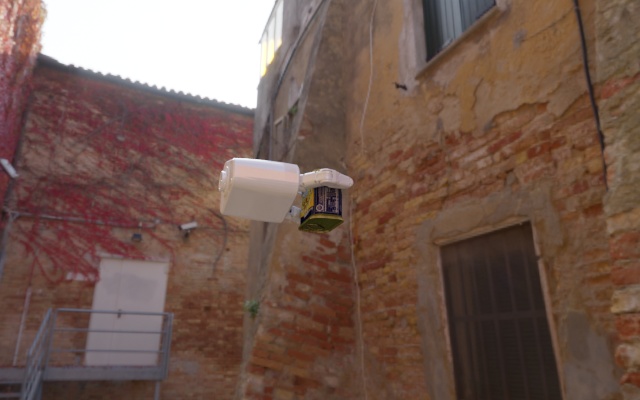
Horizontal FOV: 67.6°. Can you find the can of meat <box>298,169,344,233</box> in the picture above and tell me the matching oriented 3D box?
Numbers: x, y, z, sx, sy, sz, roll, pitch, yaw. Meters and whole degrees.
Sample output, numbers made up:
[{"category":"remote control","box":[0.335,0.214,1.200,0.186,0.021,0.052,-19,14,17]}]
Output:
[{"category":"can of meat","box":[0.000,0.002,0.802,0.057,0.084,0.102,6,-18,-17]}]
